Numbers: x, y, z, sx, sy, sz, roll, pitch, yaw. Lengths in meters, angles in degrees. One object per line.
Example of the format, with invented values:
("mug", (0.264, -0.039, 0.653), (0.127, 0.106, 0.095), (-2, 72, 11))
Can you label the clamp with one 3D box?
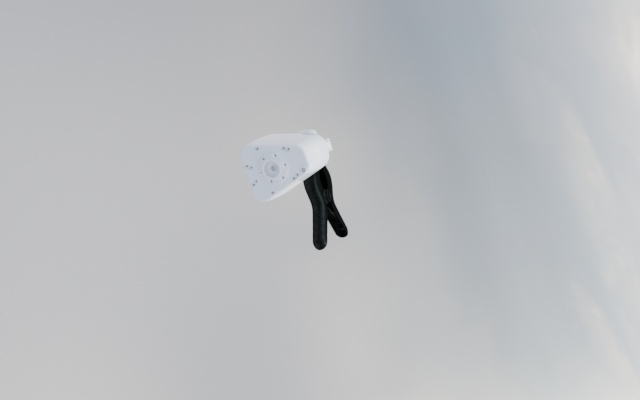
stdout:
("clamp", (0.001, 0.002, 0.837), (0.039, 0.171, 0.120), (-16, 9, 20))
